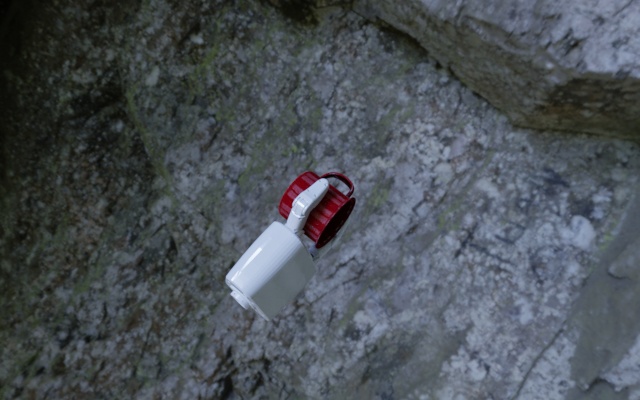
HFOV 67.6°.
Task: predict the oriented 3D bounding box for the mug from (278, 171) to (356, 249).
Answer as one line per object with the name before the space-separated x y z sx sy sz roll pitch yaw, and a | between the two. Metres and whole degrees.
mug | 0.001 0.001 0.710 0.081 0.117 0.093 37 -21 15
